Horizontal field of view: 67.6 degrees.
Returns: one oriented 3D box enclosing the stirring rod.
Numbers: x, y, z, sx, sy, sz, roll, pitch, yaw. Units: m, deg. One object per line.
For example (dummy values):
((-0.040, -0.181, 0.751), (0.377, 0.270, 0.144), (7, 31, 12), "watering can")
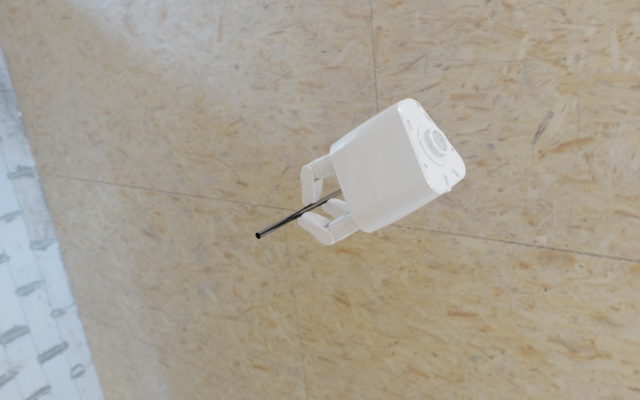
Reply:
((0.000, 0.002, 0.622), (0.011, 0.011, 0.239), (0, 18, 38), "stirring rod")
